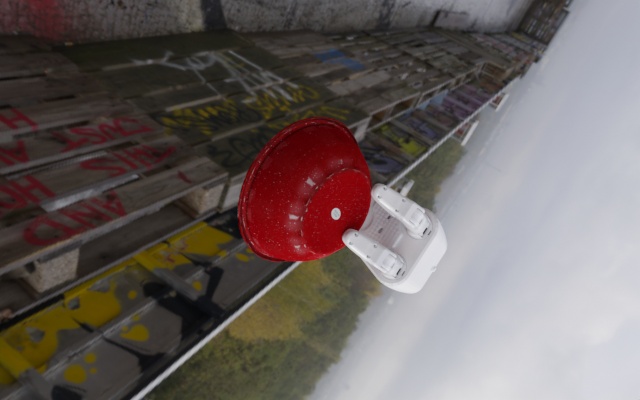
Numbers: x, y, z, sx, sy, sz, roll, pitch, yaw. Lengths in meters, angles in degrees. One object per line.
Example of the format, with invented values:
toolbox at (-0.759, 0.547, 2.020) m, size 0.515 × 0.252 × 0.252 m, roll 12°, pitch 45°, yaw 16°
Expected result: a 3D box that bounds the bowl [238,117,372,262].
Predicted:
bowl at (-0.001, 0.002, 0.476) m, size 0.162 × 0.162 × 0.055 m, roll 0°, pitch 23°, yaw -44°
